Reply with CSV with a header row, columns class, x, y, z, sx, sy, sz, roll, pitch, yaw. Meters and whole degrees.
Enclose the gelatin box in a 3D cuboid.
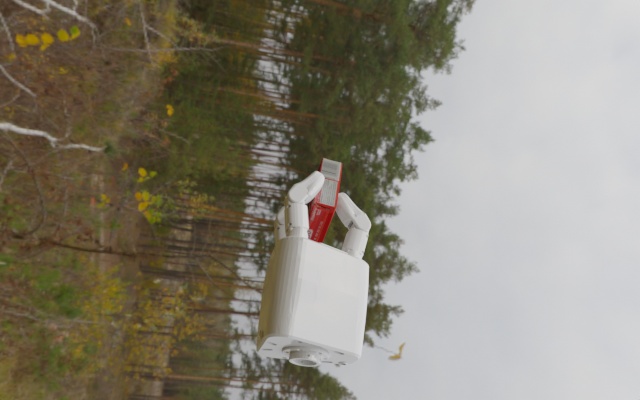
class,x,y,z,sx,sy,sz,roll,pitch,yaw
gelatin box,0.001,0.002,0.604,0.030,0.089,0.073,16,-46,-6
